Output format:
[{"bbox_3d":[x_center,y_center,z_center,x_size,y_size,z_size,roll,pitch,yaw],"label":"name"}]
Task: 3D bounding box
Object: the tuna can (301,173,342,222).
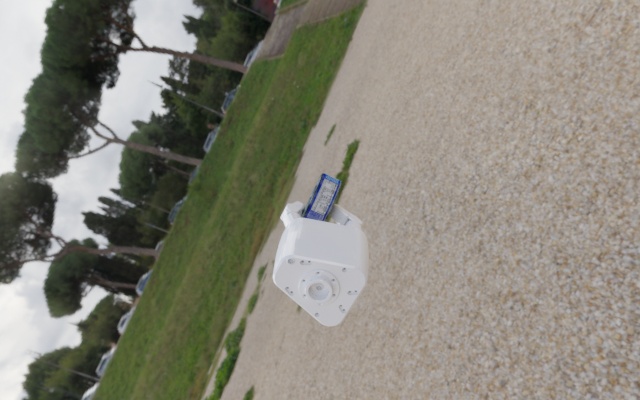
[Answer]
[{"bbox_3d":[0.000,0.002,0.727,0.034,0.086,0.086,25,-2,-3],"label":"tuna can"}]
